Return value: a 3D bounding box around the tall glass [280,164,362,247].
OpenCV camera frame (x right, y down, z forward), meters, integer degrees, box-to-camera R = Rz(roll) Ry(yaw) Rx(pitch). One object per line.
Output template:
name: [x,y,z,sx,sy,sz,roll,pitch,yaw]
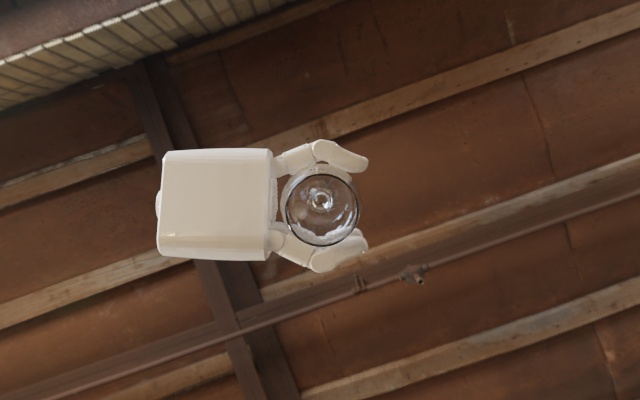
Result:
tall glass: [0.000,0.002,0.495,0.079,0.079,0.201,0,4,-1]
